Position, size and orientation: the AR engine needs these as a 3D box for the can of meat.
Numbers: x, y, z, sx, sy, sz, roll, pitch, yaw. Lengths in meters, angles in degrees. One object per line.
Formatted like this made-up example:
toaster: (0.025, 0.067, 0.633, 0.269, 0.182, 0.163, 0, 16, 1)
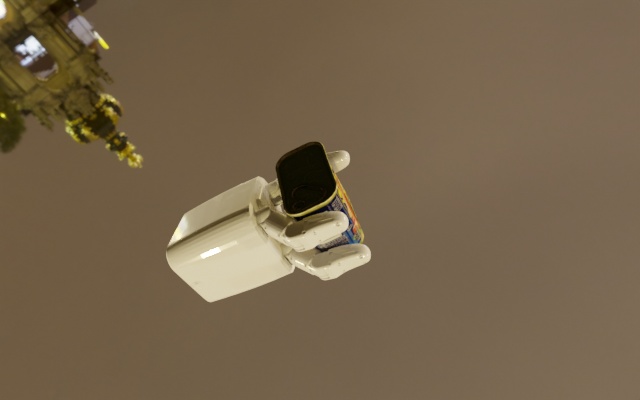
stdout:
can of meat: (0.000, 0.002, 0.508, 0.057, 0.084, 0.102, -26, 40, 7)
